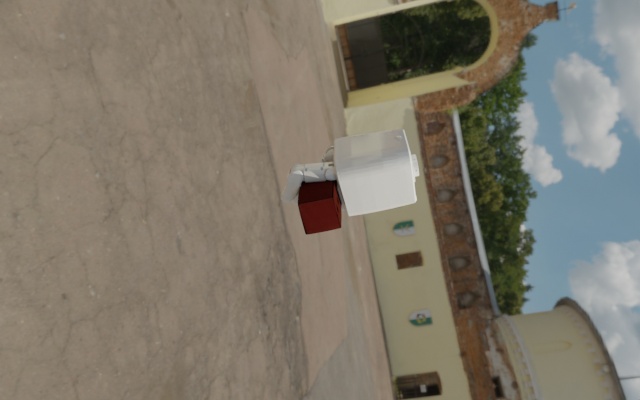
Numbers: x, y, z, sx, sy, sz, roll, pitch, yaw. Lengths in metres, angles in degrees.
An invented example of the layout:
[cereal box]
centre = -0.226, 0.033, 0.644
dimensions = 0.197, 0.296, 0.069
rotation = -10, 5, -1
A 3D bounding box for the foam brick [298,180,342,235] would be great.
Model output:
[foam brick]
centre = 0.000, 0.002, 0.677
dimensions = 0.051, 0.053, 0.078
rotation = -9, 31, 8
